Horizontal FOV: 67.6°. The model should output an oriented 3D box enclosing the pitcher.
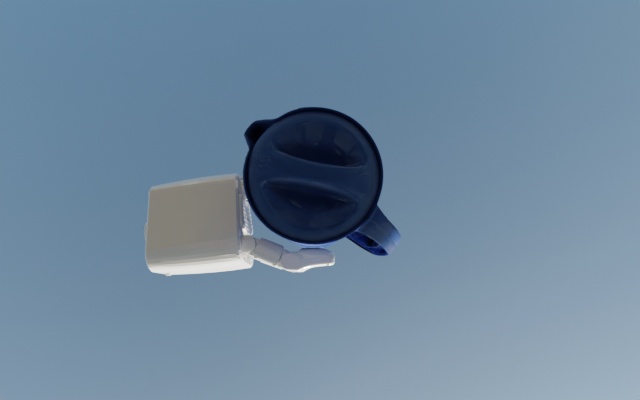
[{"bbox_3d":[0.000,0.002,0.560,0.145,0.149,0.243,-8,-10,-2],"label":"pitcher"}]
